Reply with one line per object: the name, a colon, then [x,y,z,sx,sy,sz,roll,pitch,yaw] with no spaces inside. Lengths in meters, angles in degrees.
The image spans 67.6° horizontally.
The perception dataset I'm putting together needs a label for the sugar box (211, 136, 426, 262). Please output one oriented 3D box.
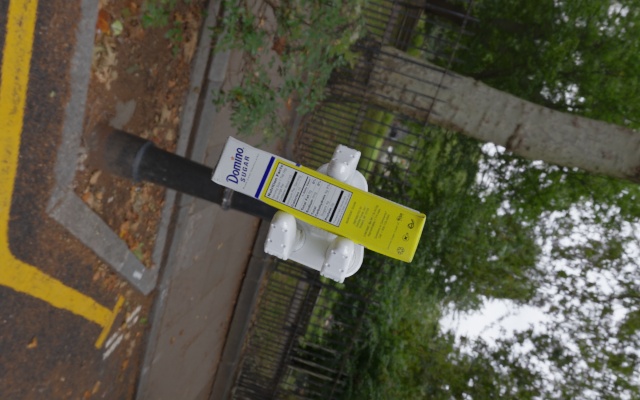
sugar box: [0.000,0.002,0.425,0.176,0.048,0.093,20,-3,6]
